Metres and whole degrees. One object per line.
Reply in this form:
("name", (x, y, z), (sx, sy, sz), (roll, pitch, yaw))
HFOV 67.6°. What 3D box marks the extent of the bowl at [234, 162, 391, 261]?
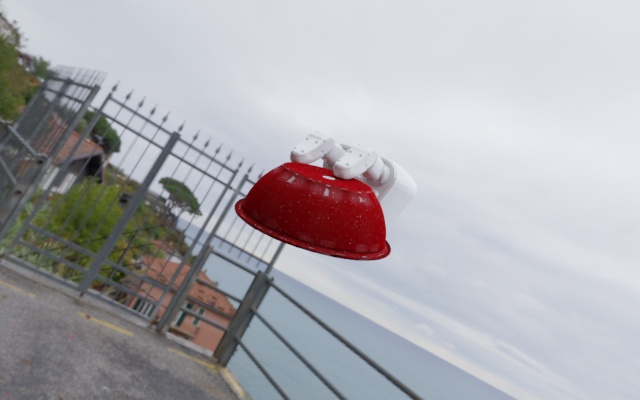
("bowl", (0.000, 0.001, 0.471), (0.162, 0.055, 0.162), (16, 13, -4))
